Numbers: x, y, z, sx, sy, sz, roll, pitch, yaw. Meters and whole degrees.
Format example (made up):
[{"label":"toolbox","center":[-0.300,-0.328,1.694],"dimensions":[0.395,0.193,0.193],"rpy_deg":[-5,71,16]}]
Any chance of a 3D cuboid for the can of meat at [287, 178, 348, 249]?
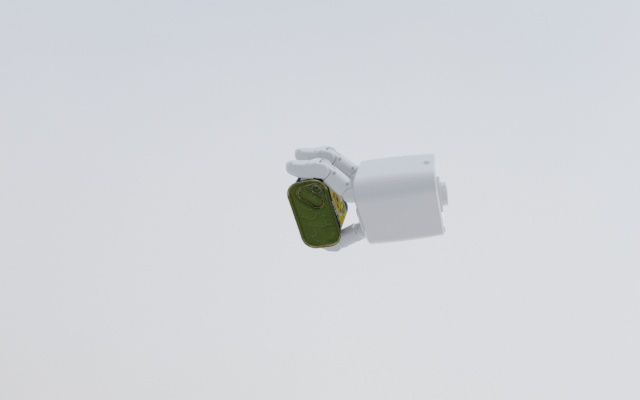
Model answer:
[{"label":"can of meat","center":[0.000,0.002,0.677],"dimensions":[0.057,0.102,0.084],"rpy_deg":[-10,23,18]}]
